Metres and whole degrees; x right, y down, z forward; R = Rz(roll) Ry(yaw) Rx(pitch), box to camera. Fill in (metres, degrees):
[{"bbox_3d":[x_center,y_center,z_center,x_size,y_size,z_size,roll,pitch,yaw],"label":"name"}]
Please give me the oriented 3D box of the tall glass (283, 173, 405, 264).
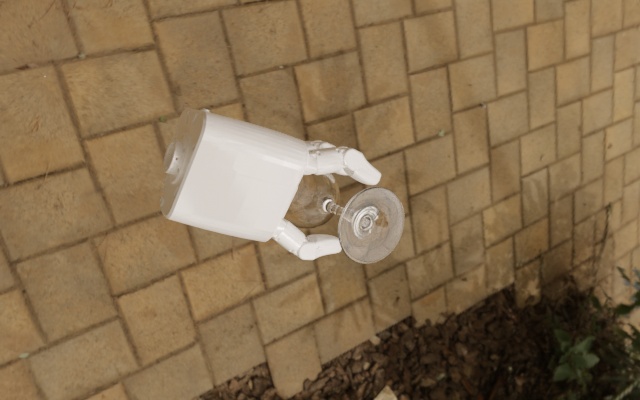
[{"bbox_3d":[0.001,0.002,0.525,0.079,0.079,0.201,0,13,-30],"label":"tall glass"}]
